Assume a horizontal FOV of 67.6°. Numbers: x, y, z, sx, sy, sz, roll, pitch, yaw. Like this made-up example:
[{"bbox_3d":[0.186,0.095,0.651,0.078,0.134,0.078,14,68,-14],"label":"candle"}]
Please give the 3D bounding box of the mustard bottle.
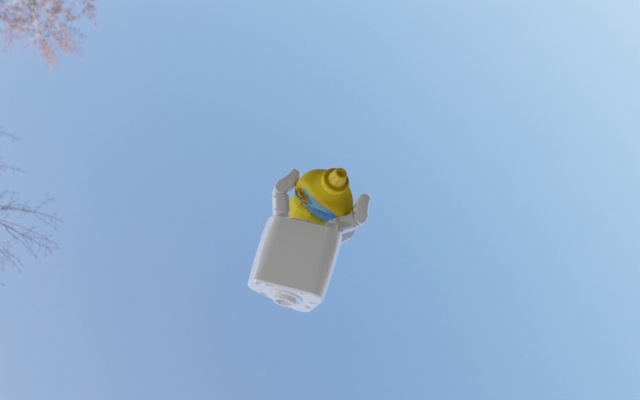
[{"bbox_3d":[0.000,0.002,0.760,0.058,0.096,0.192,-46,-5,-31],"label":"mustard bottle"}]
